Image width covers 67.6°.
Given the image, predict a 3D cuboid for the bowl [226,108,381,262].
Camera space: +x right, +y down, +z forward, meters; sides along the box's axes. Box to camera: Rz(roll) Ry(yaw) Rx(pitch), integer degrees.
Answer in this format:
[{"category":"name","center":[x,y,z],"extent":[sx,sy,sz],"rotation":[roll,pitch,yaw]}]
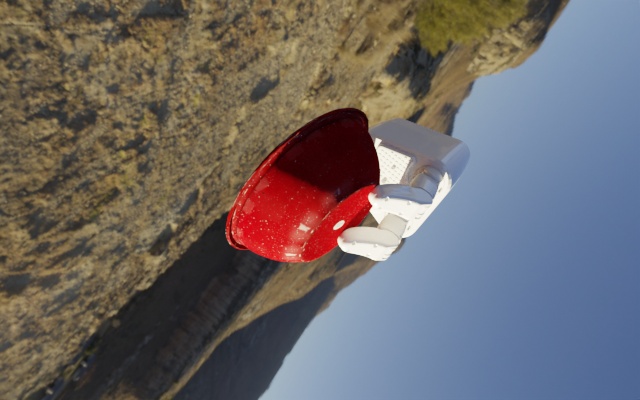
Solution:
[{"category":"bowl","center":[-0.001,0.002,0.409],"extent":[0.055,0.162,0.162],"rotation":[46,19,19]}]
